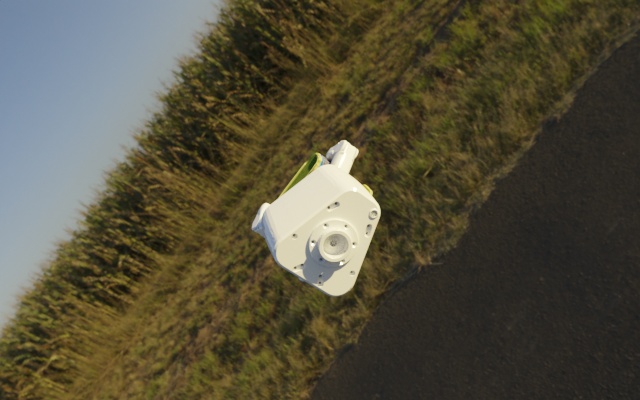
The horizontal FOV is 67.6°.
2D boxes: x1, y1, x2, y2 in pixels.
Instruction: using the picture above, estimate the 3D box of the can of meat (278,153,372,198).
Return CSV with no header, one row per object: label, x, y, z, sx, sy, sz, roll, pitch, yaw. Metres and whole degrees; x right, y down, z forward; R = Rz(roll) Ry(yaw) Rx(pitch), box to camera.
can of meat,0.000,0.002,0.606,0.084,0.102,0.057,35,9,-18
